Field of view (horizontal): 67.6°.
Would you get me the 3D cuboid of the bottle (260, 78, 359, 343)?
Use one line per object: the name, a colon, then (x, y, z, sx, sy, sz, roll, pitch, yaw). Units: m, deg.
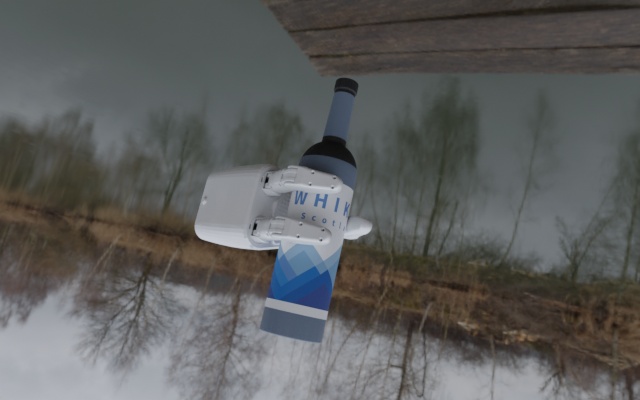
bottle: (0.000, 0.002, 0.530, 0.069, 0.295, 0.069, 12, -13, 3)
